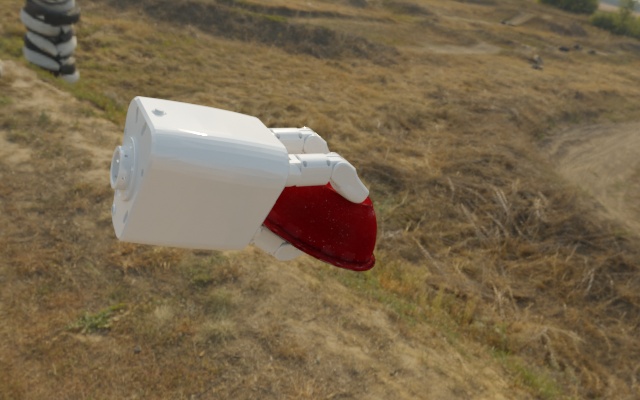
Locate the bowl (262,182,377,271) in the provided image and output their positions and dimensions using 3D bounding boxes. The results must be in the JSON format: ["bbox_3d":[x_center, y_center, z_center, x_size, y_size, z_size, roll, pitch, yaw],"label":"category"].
[{"bbox_3d":[0.001,0.001,0.487,0.162,0.055,0.162,29,14,-8],"label":"bowl"}]
